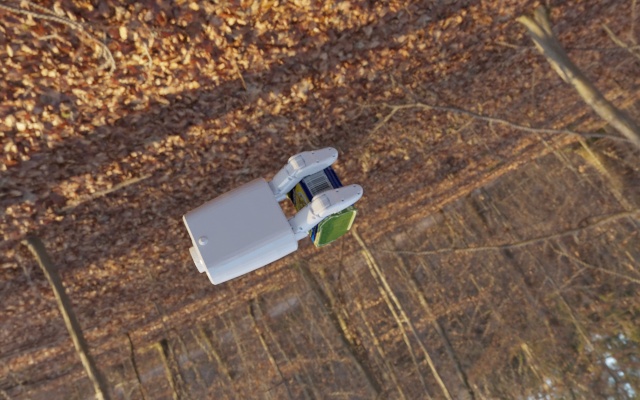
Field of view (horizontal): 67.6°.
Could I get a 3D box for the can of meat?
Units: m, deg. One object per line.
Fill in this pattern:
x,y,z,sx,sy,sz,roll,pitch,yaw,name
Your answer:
0.000,0.002,0.605,0.057,0.084,0.102,-24,-20,-15,can of meat
